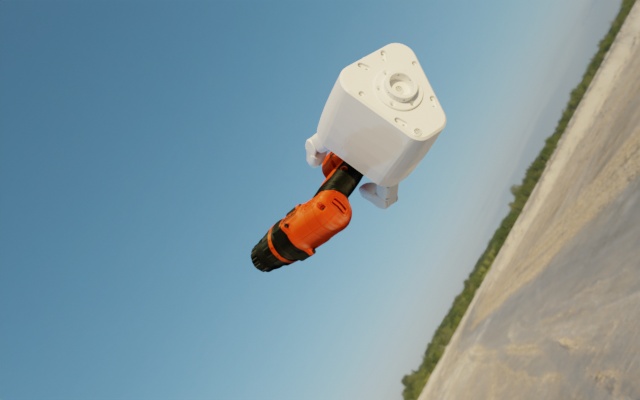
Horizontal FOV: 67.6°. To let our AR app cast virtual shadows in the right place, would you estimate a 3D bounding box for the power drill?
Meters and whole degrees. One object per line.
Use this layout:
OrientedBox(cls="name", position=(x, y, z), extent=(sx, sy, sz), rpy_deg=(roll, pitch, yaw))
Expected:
OrientedBox(cls="power drill", position=(0.000, 0.002, 0.600), extent=(0.184, 0.057, 0.187), rpy_deg=(-34, 17, 47))
